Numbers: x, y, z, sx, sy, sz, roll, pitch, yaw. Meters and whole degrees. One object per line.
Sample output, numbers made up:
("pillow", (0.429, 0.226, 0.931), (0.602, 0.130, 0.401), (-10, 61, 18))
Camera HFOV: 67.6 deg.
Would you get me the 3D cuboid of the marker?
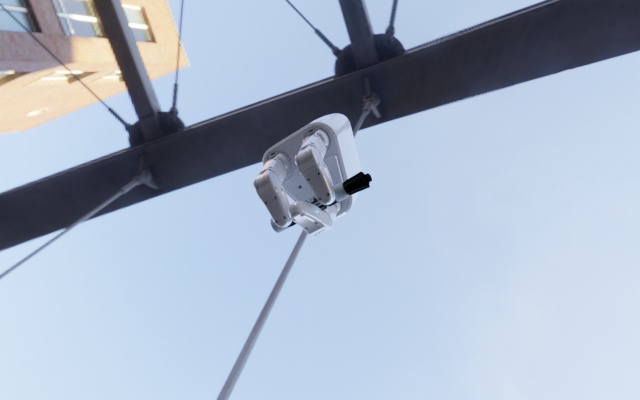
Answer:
("marker", (0.000, 0.002, 0.503), (0.121, 0.020, 0.020), (-27, -11, 21))
